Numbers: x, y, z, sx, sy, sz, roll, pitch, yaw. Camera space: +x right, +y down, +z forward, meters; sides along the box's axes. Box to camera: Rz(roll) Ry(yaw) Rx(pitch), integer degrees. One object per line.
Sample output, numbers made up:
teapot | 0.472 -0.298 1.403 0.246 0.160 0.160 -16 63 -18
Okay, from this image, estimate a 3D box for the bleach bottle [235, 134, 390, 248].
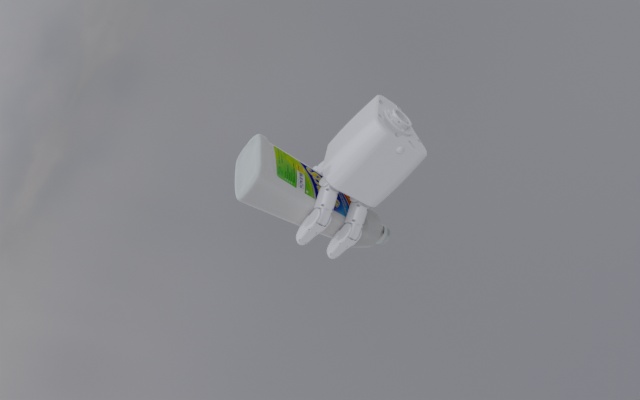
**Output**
bleach bottle | 0.000 0.002 0.692 0.251 0.102 0.068 26 -55 -29
